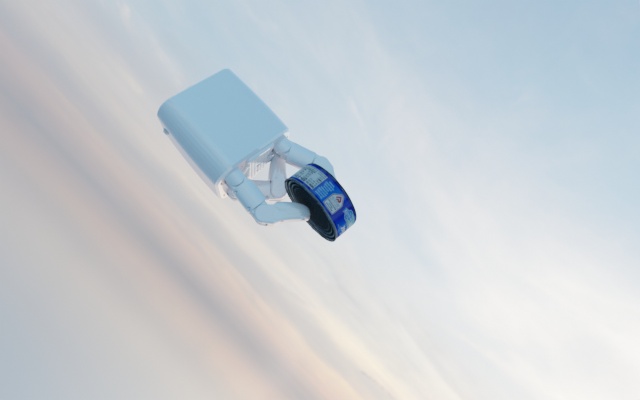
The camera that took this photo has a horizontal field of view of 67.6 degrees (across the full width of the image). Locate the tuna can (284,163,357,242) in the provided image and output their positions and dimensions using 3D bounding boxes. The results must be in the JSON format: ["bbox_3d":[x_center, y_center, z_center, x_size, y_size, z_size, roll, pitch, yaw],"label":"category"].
[{"bbox_3d":[0.001,0.001,0.525,0.033,0.086,0.086,-38,13,-17],"label":"tuna can"}]
